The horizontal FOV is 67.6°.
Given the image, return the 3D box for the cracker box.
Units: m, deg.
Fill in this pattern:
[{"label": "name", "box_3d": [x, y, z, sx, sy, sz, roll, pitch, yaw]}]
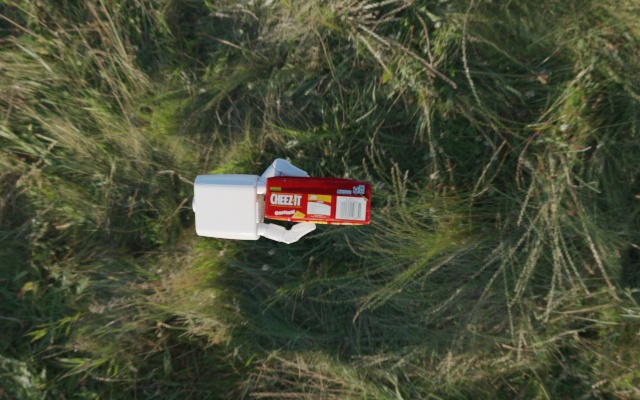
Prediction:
[{"label": "cracker box", "box_3d": [0.000, 0.003, 0.830, 0.164, 0.072, 0.214, 3, -2, 3]}]
